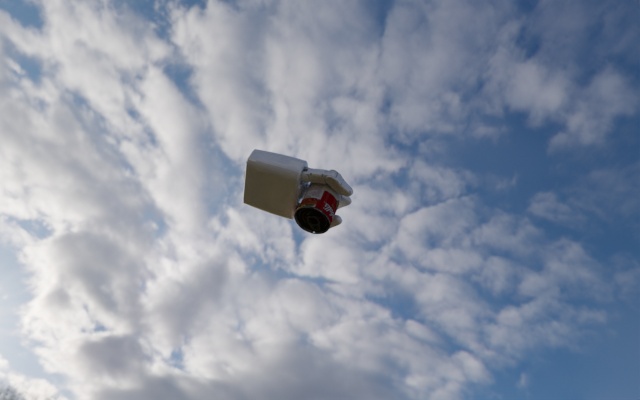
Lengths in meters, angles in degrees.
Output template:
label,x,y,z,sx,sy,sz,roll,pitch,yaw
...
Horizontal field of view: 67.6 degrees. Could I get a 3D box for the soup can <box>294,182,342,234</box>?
label,x,y,z,sx,sy,sz,roll,pitch,yaw
soup can,0.001,0.003,0.883,0.068,0.068,0.102,0,42,25
